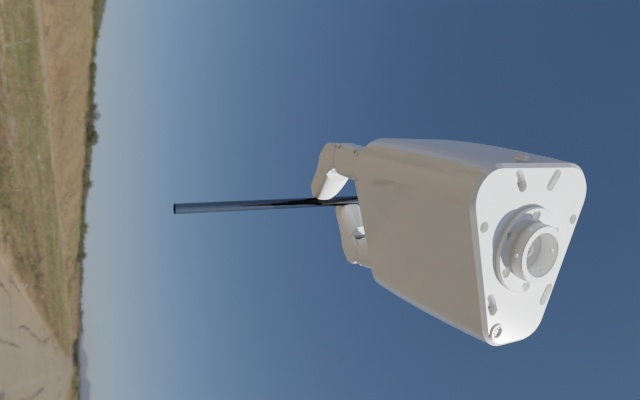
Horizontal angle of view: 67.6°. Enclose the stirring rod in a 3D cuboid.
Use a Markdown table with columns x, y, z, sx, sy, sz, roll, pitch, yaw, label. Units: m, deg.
| x | y | z | sx | sy | sz | roll | pitch | yaw | label |
| --- | --- | --- | --- | --- | --- | --- | --- | --- | --- |
| 0.000 | 0.001 | 0.403 | 0.239 | 0.011 | 0.011 | -3 | 1 | -28 | stirring rod |
